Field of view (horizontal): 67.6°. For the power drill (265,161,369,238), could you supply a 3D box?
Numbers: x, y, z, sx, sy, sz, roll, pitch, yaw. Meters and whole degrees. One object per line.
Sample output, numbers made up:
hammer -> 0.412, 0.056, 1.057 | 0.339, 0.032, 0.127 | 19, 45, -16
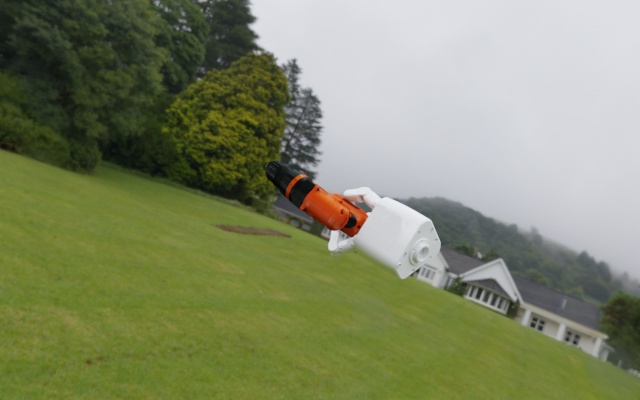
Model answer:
power drill -> 0.001, 0.003, 0.871 | 0.184, 0.057, 0.188 | 39, 7, 28
